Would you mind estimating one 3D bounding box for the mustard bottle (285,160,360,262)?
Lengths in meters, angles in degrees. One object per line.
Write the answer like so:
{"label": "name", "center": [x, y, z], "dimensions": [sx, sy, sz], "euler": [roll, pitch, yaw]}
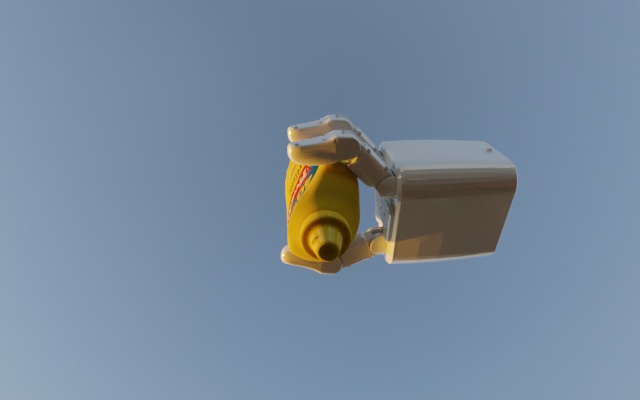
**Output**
{"label": "mustard bottle", "center": [0.000, 0.001, 0.443], "dimensions": [0.058, 0.096, 0.191], "euler": [20, 20, -13]}
